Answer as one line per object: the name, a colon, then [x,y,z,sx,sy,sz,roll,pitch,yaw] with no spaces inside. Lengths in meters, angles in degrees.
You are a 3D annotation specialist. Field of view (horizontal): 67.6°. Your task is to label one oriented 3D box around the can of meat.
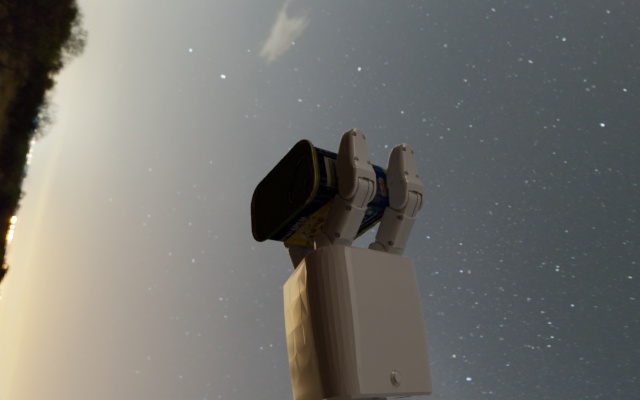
can of meat: [0.000,0.001,0.415,0.084,0.057,0.102,13,-36,-32]
